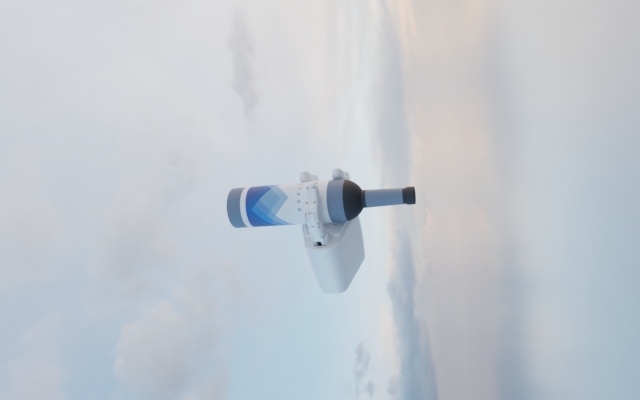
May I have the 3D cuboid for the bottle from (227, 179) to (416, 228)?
[{"bbox_3d":[0.000,0.002,0.753,0.296,0.069,0.069,-4,-1,16],"label":"bottle"}]
